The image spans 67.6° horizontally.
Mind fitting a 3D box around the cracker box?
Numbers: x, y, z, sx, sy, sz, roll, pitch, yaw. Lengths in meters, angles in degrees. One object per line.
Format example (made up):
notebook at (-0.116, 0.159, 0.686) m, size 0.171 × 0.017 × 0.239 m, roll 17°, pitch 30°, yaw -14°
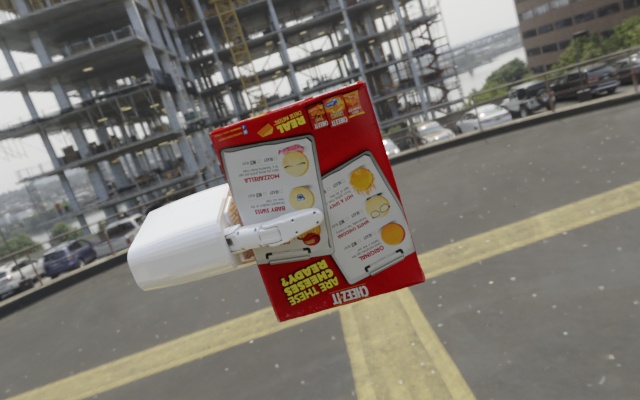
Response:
cracker box at (0.000, 0.002, 0.509) m, size 0.164 × 0.214 × 0.072 m, roll -17°, pitch 12°, yaw 8°
